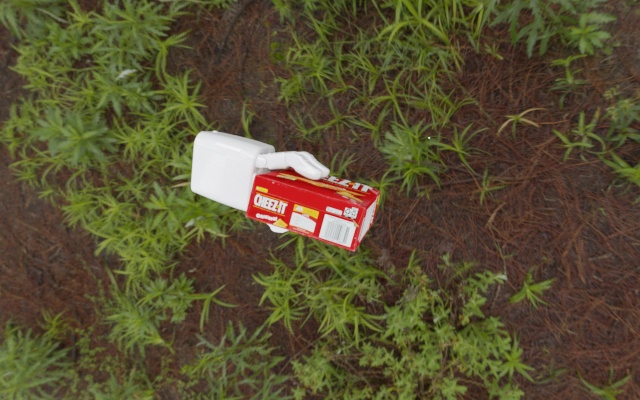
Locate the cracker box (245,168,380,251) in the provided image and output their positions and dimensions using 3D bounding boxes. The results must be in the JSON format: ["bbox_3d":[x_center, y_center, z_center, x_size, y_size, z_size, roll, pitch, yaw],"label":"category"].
[{"bbox_3d":[0.000,0.003,0.750,0.164,0.072,0.213,17,11,10],"label":"cracker box"}]
